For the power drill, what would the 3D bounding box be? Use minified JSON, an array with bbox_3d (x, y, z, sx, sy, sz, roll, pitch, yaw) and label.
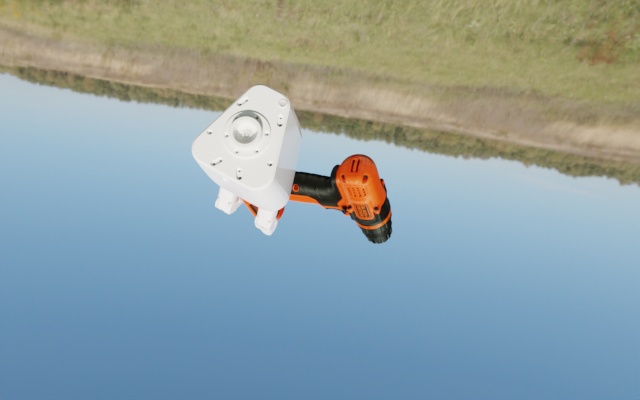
[{"bbox_3d":[0.000,0.002,0.642,0.187,0.057,0.185,1,-32,18],"label":"power drill"}]
